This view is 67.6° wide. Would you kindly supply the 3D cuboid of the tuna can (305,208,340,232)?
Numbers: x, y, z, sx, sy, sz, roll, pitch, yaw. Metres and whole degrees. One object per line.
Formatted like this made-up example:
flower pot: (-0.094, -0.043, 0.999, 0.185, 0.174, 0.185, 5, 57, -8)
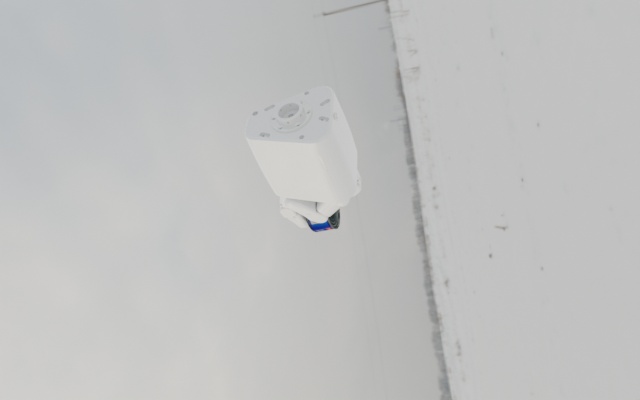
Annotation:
tuna can: (0.000, 0.002, 0.691, 0.034, 0.086, 0.086, -12, -3, 15)
